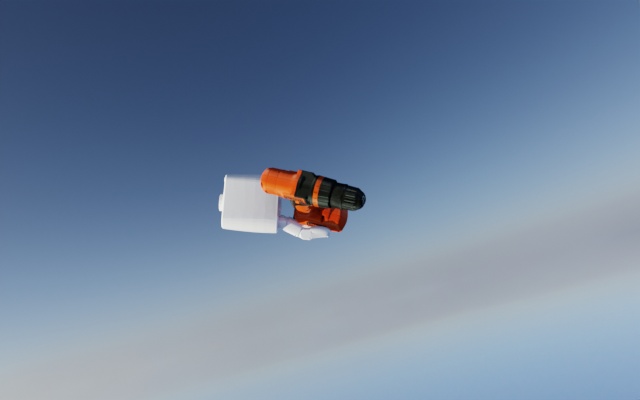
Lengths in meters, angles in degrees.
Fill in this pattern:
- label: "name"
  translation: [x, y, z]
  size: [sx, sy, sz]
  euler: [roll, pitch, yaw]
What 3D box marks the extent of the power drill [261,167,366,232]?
- label: "power drill"
  translation: [0.000, 0.003, 0.865]
  size: [0.184, 0.057, 0.188]
  euler: [15, -17, 16]
